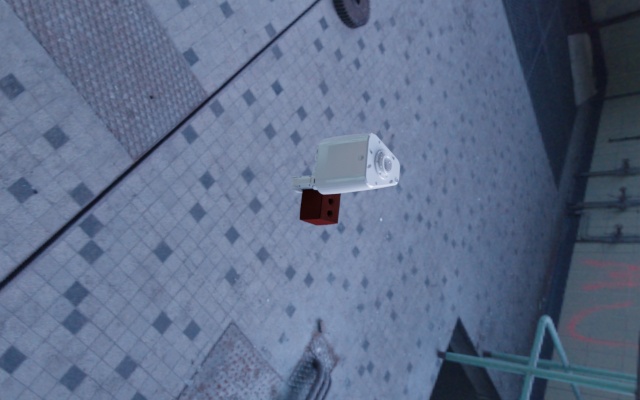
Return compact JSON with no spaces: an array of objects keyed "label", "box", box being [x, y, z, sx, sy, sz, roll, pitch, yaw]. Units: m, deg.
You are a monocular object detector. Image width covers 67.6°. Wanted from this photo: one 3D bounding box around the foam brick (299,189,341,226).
[{"label":"foam brick","box":[0.000,0.003,0.872,0.051,0.078,0.053,-4,-14,39]}]
